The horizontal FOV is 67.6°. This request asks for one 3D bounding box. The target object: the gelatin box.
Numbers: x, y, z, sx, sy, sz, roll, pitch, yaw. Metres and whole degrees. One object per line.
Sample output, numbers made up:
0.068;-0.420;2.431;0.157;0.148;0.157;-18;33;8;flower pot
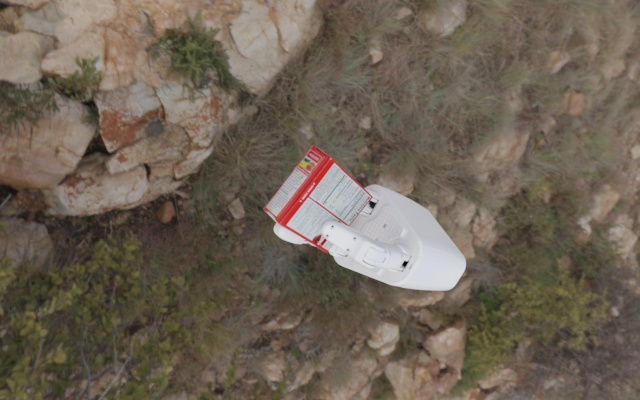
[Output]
0.000;0.002;0.445;0.030;0.073;0.089;39;1;38;gelatin box
